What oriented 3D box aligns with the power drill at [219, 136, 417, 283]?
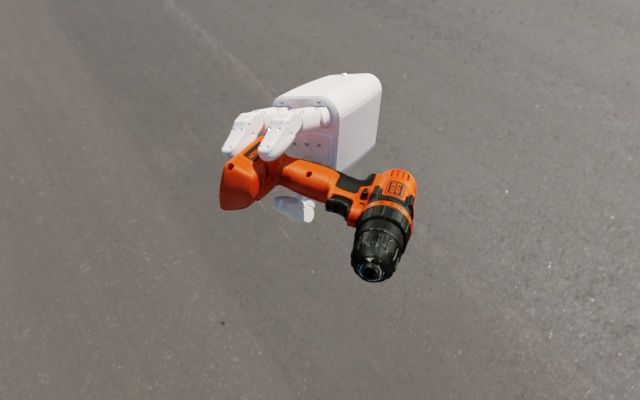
[{"bbox_3d":[0.000,0.001,0.474,0.187,0.057,0.184,18,27,8],"label":"power drill"}]
